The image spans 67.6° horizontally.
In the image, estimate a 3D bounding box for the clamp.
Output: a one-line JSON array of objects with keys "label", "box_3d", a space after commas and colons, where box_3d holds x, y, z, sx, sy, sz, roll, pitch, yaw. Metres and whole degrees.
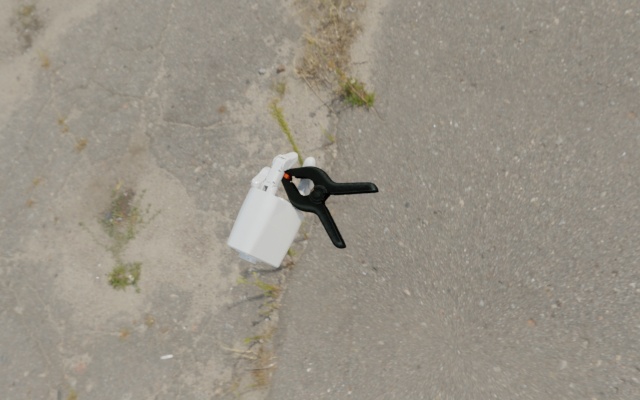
[{"label": "clamp", "box_3d": [0.000, 0.002, 0.805, 0.171, 0.120, 0.039, 21, -9, 21]}]
